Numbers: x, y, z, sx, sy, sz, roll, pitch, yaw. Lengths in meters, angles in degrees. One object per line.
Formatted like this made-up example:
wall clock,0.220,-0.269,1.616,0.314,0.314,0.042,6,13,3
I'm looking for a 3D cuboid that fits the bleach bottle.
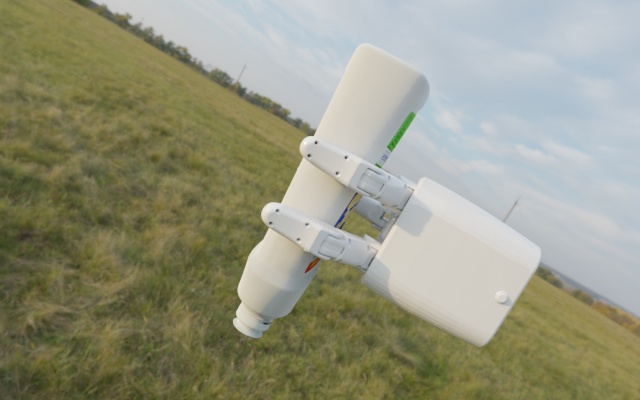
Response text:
bleach bottle,0.000,0.001,0.403,0.068,0.251,0.102,31,8,7
